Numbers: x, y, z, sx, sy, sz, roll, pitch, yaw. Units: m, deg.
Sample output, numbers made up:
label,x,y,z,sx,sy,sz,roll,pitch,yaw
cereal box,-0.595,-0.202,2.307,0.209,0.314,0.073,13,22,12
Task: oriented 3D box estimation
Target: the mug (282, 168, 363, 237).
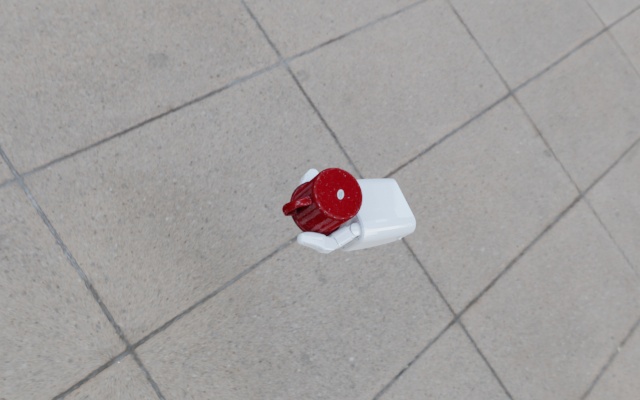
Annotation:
label,x,y,z,sx,sy,sz,roll,pitch,yaw
mug,-0.001,0.002,0.709,0.117,0.093,0.081,-7,-15,-27
